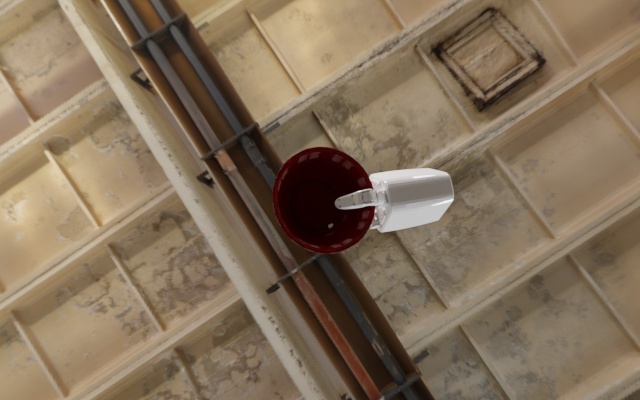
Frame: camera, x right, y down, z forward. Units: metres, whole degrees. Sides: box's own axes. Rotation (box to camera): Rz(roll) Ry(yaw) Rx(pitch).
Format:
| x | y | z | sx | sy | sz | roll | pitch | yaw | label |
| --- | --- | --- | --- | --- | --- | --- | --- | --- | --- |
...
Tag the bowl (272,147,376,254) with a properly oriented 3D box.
| x | y | z | sx | sy | sz | roll | pitch | yaw | label |
| --- | --- | --- | --- | --- | --- | --- | --- | --- | --- |
| -0.001 | 0.002 | 0.732 | 0.162 | 0.162 | 0.055 | 0 | -9 | -18 | bowl |
